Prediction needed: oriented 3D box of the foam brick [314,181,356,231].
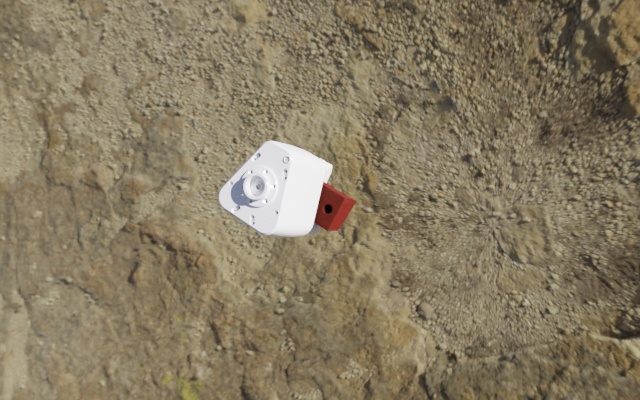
[{"bbox_3d":[0.000,0.002,0.680,0.078,0.053,0.051,31,7,18],"label":"foam brick"}]
